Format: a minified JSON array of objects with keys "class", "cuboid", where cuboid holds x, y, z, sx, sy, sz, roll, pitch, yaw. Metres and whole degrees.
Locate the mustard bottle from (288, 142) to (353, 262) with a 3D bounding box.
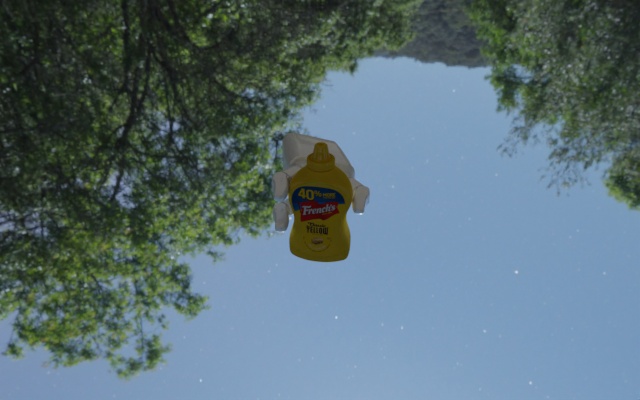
[{"class":"mustard bottle","cuboid":[0.000,0.003,0.720,0.096,0.192,0.058,6,32,9]}]
